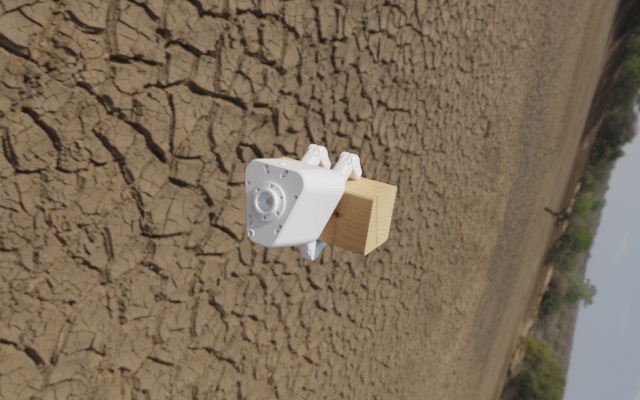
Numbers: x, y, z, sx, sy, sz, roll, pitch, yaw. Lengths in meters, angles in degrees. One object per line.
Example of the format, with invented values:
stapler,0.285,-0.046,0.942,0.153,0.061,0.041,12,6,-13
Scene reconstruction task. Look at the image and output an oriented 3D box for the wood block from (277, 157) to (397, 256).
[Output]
wood block,0.000,0.003,0.741,0.206,0.091,0.090,17,20,26
